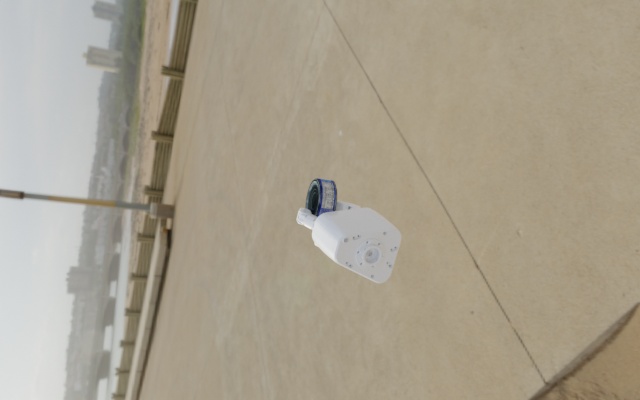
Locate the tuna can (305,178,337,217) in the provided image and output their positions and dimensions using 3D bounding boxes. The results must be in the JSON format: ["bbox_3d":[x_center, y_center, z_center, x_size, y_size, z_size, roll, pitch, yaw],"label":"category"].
[{"bbox_3d":[0.000,0.003,0.877,0.034,0.086,0.086,8,-3,-18],"label":"tuna can"}]
